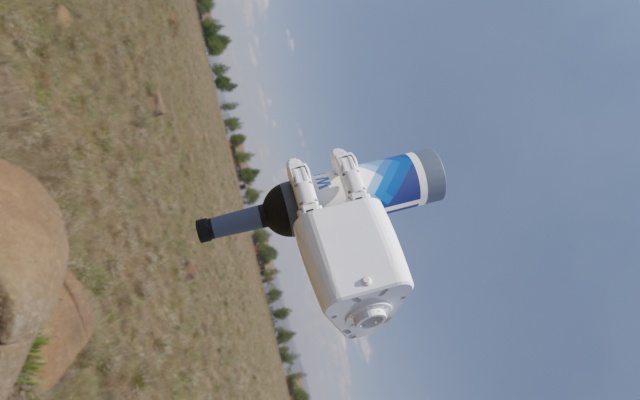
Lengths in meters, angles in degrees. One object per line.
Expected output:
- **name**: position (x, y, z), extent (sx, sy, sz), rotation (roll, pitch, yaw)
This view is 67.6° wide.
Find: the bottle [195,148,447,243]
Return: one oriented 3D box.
- **bottle**: position (0.000, 0.002, 0.573), extent (0.295, 0.069, 0.069), rotation (-14, 2, -8)
